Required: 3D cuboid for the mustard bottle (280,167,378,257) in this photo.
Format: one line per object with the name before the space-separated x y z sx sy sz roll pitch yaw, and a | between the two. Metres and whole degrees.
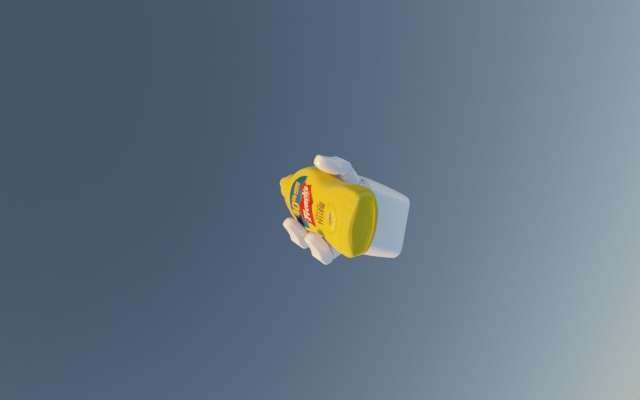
mustard bottle | 0.000 0.002 0.701 0.058 0.096 0.191 -13 28 -35
